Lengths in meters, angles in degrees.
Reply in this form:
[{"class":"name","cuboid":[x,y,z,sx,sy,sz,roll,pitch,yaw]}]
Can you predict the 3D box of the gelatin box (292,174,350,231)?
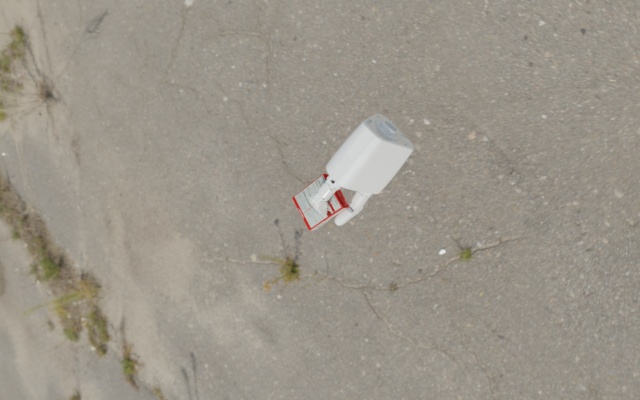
[{"class":"gelatin box","cuboid":[0.000,0.003,0.880,0.089,0.073,0.030,-36,-14,29]}]
